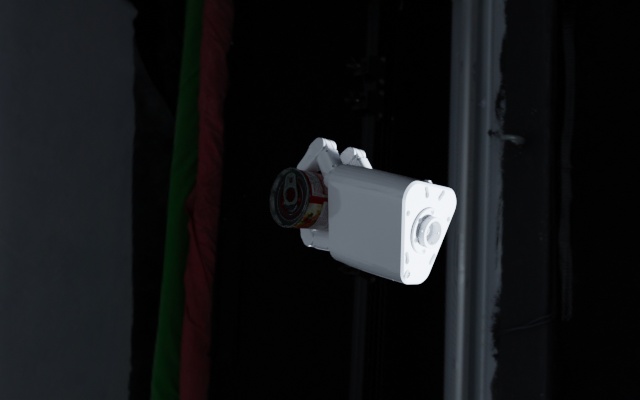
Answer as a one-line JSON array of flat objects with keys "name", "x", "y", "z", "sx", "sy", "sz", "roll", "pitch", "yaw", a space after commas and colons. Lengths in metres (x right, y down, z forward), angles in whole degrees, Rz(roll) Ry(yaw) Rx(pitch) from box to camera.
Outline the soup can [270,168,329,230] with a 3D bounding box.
[{"name": "soup can", "x": 0.000, "y": 0.002, "z": 0.572, "sx": 0.102, "sy": 0.068, "sz": 0.068, "roll": 8, "pitch": -6, "yaw": -43}]
